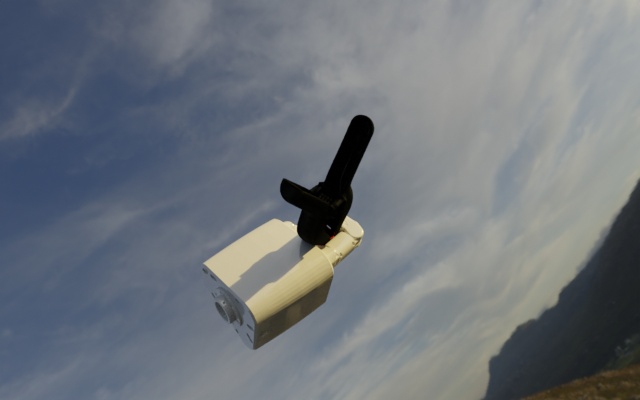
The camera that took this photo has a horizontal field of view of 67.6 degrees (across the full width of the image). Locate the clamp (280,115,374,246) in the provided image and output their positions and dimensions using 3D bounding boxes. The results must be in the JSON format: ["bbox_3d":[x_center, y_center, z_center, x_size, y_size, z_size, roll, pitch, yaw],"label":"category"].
[{"bbox_3d":[0.000,0.001,0.493,0.120,0.172,0.039,-33,60,-31],"label":"clamp"}]
